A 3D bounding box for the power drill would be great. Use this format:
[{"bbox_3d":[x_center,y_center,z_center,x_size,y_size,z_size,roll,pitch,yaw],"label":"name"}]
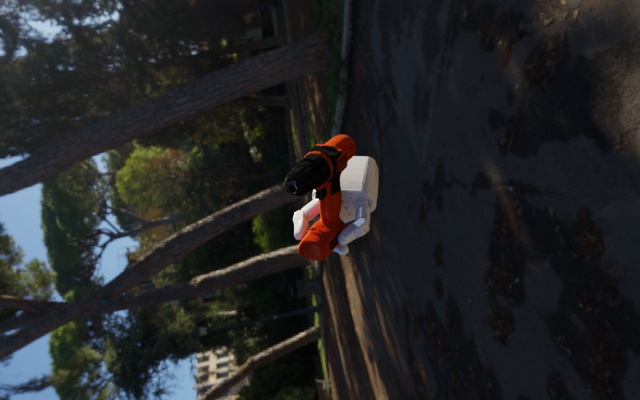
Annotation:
[{"bbox_3d":[0.000,0.003,0.779,0.057,0.188,0.184,19,34,24],"label":"power drill"}]
